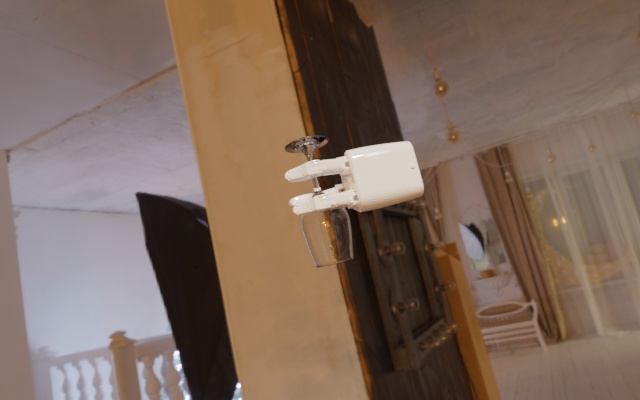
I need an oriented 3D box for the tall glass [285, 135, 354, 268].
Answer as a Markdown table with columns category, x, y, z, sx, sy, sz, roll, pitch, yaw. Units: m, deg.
| category | x | y | z | sx | sy | sz | roll | pitch | yaw |
| --- | --- | --- | --- | --- | --- | --- | --- | --- | --- |
| tall glass | 0.000 | 0.002 | 0.765 | 0.079 | 0.201 | 0.079 | -13 | -10 | -2 |
